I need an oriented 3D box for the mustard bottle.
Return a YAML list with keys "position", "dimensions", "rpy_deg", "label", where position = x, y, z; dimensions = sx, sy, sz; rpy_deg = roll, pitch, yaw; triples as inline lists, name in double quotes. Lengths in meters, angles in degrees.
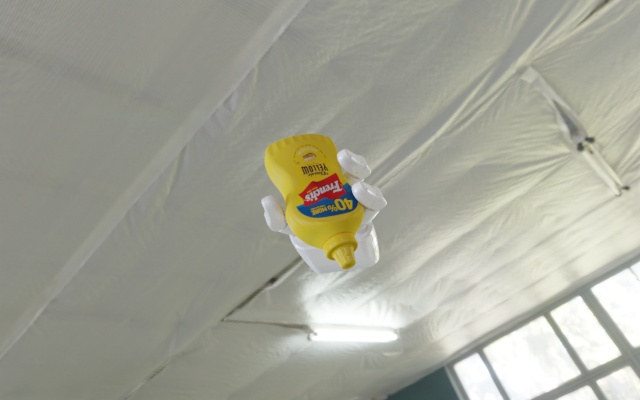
- position: [0.000, 0.002, 0.598]
  dimensions: [0.096, 0.191, 0.058]
  rpy_deg: [-10, -35, -20]
  label: "mustard bottle"
